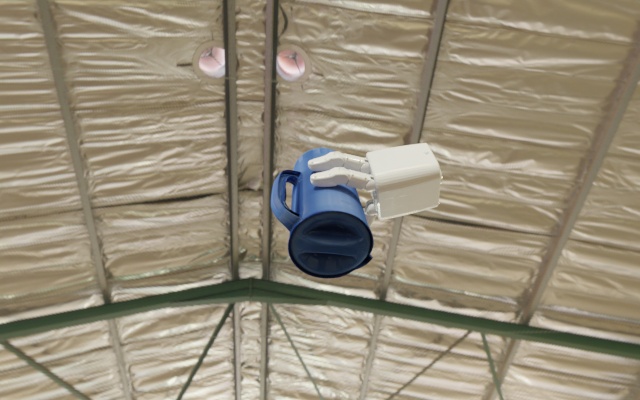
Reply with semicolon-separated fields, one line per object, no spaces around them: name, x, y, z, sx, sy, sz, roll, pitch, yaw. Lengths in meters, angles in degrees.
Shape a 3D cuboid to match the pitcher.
pitcher;0.000;0.003;0.823;0.145;0.149;0.242;-11;34;2
